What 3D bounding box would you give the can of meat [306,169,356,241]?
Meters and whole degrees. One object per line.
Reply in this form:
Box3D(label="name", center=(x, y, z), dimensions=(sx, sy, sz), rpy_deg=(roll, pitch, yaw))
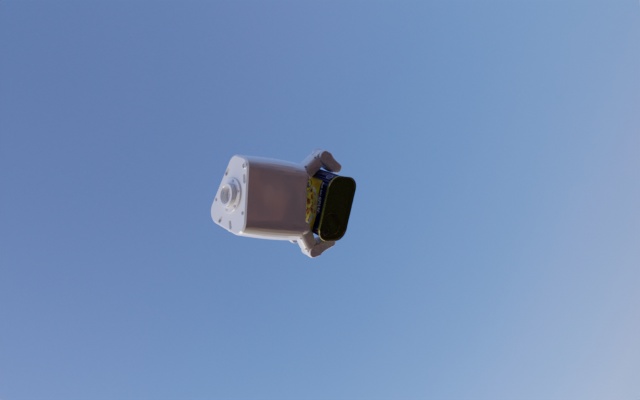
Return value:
Box3D(label="can of meat", center=(0.000, 0.002, 0.749), dimensions=(0.057, 0.102, 0.084), rpy_deg=(3, 13, -43))
